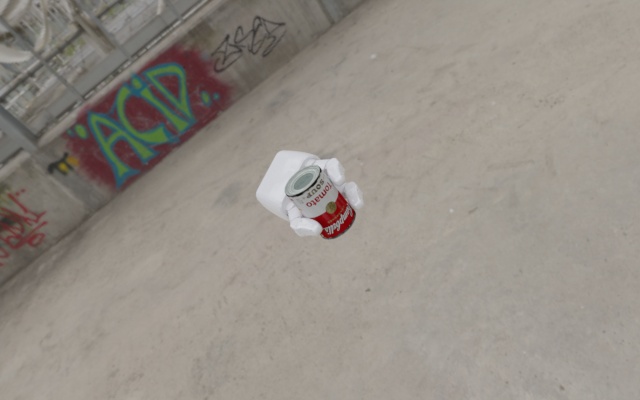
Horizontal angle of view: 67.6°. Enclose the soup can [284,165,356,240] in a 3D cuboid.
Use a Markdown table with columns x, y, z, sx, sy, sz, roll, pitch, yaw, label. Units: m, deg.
| x | y | z | sx | sy | sz | roll | pitch | yaw | label |
| --- | --- | --- | --- | --- | --- | --- | --- | --- | --- |
| 0.000 | 0.002 | 0.736 | 0.068 | 0.068 | 0.102 | 0 | -42 | 47 | soup can |
